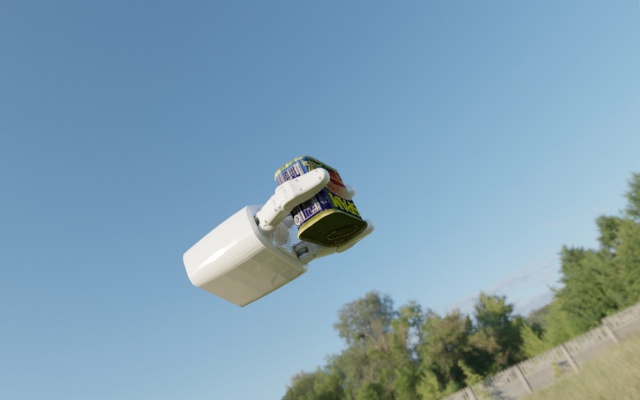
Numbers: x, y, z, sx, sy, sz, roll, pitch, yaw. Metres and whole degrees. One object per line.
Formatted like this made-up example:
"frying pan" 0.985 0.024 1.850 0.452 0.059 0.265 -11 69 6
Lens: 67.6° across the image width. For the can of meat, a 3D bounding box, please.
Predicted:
"can of meat" 0.000 0.002 0.563 0.057 0.084 0.102 -36 -27 19
